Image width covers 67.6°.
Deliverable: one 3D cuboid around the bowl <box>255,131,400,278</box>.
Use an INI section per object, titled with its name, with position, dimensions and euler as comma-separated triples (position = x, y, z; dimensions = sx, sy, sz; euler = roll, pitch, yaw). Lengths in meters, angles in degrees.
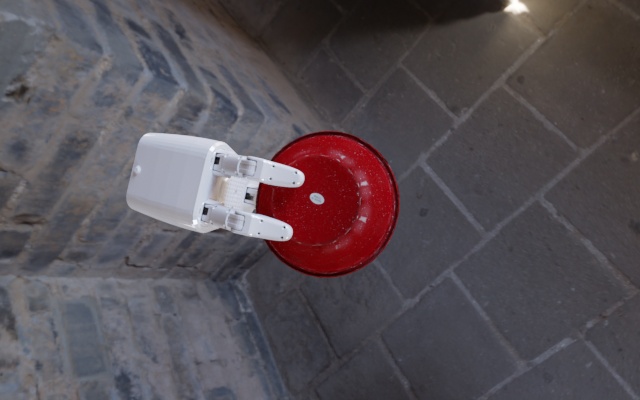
[bowl]
position = 0.001, 0.002, 0.499
dimensions = 0.162, 0.162, 0.055
euler = 0, -4, 12
